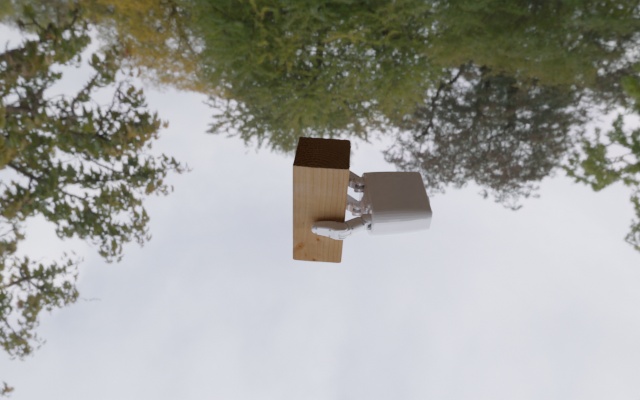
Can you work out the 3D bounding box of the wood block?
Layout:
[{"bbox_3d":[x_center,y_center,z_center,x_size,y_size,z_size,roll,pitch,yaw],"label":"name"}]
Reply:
[{"bbox_3d":[0.001,0.003,0.829,0.090,0.206,0.090,4,38,2],"label":"wood block"}]
